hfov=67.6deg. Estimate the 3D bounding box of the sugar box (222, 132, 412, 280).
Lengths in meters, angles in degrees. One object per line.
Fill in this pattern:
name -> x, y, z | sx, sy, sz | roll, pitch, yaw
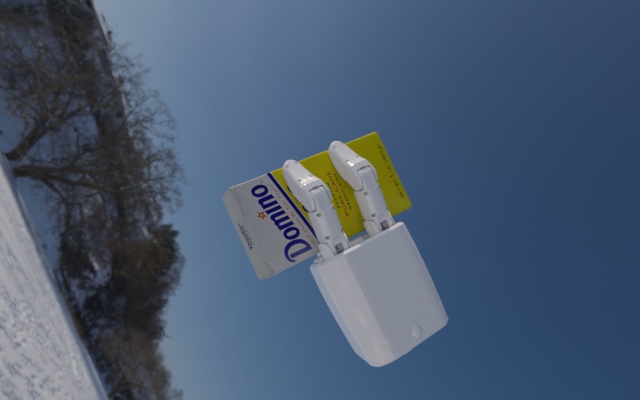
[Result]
sugar box -> 0.000, 0.002, 0.489 | 0.176, 0.093, 0.048 | -24, -3, -28
